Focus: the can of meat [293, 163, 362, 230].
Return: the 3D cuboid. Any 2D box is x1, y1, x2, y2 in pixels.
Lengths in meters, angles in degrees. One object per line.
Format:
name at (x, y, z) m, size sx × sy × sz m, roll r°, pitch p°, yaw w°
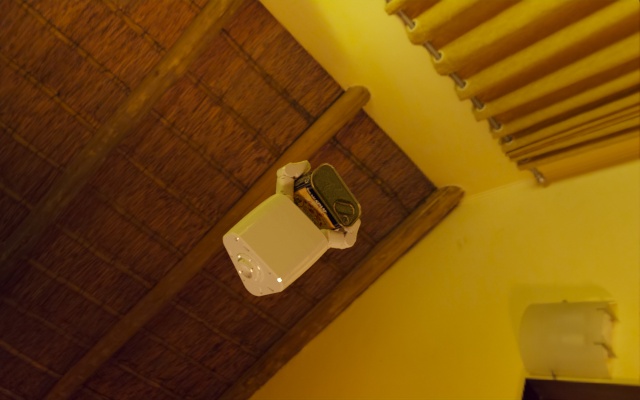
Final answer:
can of meat at (0.000, 0.002, 0.746) m, size 0.084 × 0.102 × 0.057 m, roll -23°, pitch 18°, yaw 48°
